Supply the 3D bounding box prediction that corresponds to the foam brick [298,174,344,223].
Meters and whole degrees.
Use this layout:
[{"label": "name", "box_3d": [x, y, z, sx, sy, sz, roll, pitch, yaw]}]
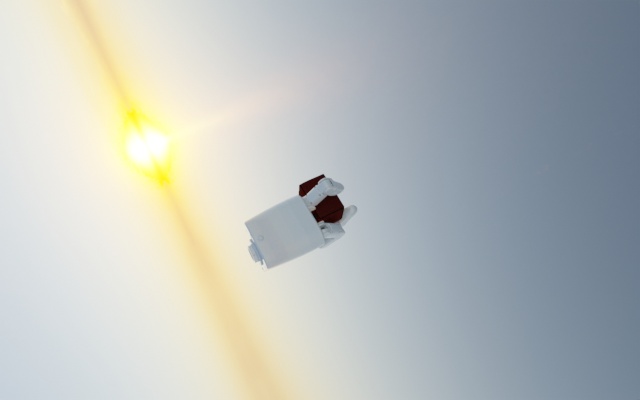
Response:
[{"label": "foam brick", "box_3d": [0.000, 0.003, 0.849, 0.051, 0.078, 0.053, -25, -23, -15]}]
